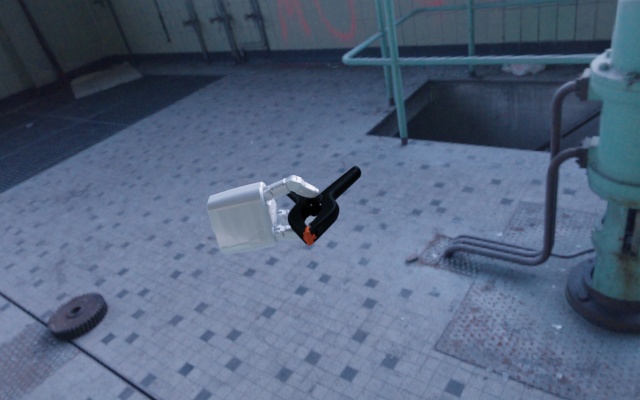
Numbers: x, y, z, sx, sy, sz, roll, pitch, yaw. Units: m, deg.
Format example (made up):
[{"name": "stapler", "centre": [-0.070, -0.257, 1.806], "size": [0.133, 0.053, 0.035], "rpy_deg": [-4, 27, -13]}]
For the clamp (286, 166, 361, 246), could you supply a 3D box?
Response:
[{"name": "clamp", "centre": [0.000, 0.003, 0.871], "size": [0.164, 0.036, 0.209], "rpy_deg": [-15, 31, 9]}]
